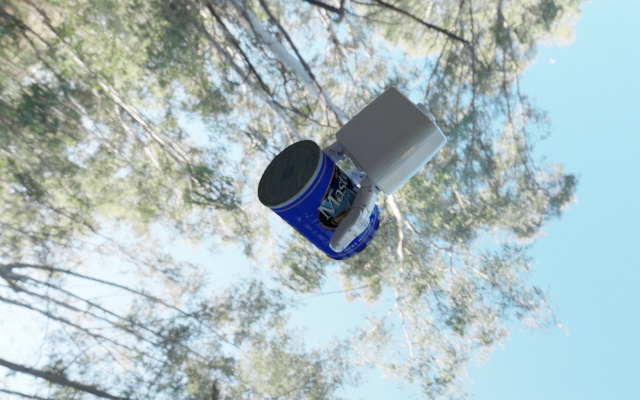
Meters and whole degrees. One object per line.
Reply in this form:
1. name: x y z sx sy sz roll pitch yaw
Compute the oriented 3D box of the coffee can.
1. coffee can: 0.000 0.002 0.638 0.103 0.102 0.140 0 -33 46
